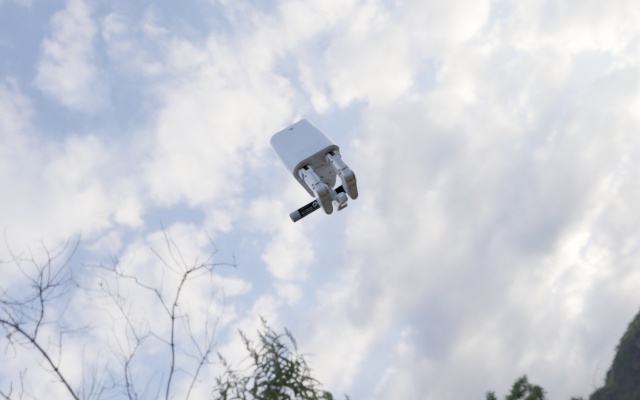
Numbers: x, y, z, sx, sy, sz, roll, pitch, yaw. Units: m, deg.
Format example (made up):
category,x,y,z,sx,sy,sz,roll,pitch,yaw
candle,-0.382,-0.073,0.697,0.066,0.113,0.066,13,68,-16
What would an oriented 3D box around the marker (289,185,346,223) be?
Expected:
category,x,y,z,sx,sy,sz,roll,pitch,yaw
marker,0.000,0.003,0.850,0.121,0.020,0.020,-30,8,-14
